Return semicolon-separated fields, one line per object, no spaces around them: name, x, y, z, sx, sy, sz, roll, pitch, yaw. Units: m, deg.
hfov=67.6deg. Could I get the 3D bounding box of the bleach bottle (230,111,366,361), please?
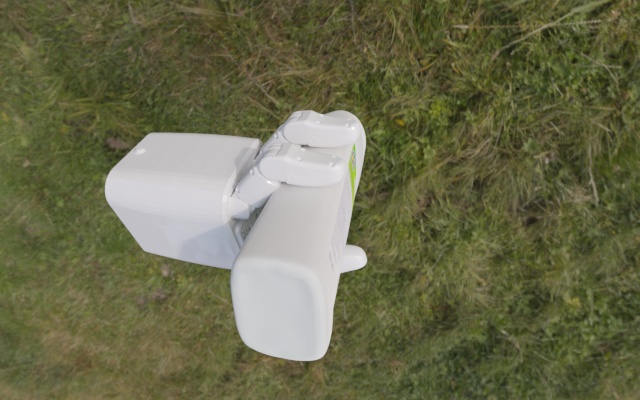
bleach bottle;0.000;0.001;0.410;0.068;0.103;0.250;8;38;11
